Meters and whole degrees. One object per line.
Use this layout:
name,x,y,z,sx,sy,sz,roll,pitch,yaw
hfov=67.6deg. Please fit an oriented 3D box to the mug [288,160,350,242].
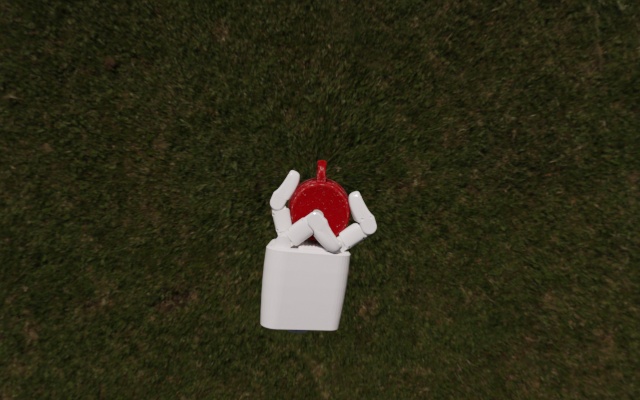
mug,0.000,0.001,0.672,0.093,0.117,0.081,6,3,-1
